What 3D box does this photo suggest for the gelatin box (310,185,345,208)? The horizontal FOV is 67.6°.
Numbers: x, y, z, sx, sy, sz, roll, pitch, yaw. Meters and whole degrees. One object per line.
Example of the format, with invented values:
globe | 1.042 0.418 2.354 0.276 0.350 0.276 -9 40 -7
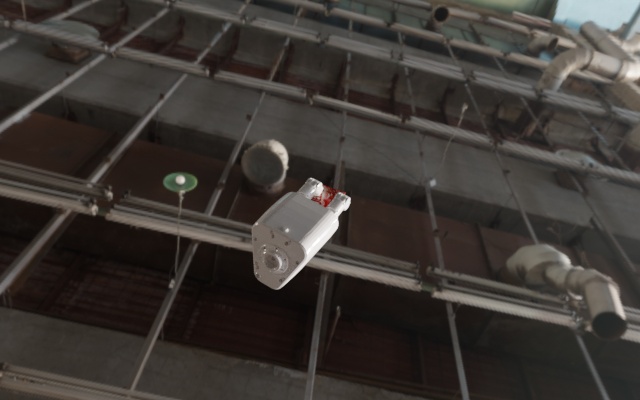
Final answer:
gelatin box | 0.000 0.003 0.846 0.073 0.030 0.089 19 29 2
